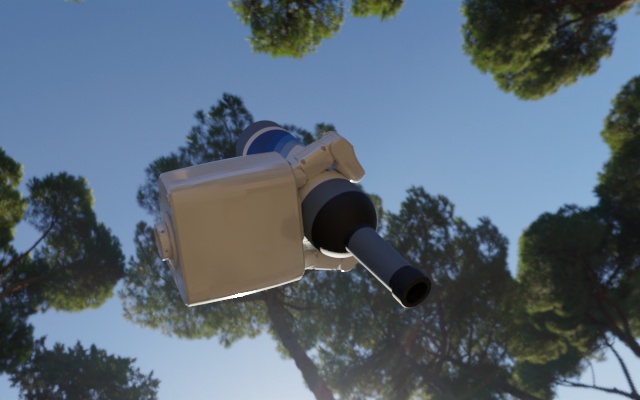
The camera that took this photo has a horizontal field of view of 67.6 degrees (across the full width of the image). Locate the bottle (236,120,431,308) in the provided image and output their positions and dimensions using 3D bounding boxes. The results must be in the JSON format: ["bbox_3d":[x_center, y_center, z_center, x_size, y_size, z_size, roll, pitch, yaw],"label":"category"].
[{"bbox_3d":[0.000,0.001,0.456,0.069,0.069,0.295,0,26,-32],"label":"bottle"}]
